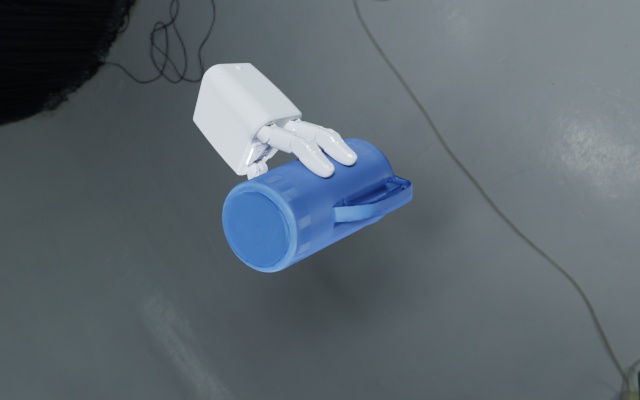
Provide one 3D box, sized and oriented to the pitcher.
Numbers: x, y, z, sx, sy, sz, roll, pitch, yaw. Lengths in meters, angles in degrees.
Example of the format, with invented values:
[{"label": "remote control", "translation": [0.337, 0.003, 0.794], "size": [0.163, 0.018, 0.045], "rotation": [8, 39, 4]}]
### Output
[{"label": "pitcher", "translation": [0.000, 0.002, 0.618], "size": [0.149, 0.145, 0.242], "rotation": [-48, -12, 34]}]
